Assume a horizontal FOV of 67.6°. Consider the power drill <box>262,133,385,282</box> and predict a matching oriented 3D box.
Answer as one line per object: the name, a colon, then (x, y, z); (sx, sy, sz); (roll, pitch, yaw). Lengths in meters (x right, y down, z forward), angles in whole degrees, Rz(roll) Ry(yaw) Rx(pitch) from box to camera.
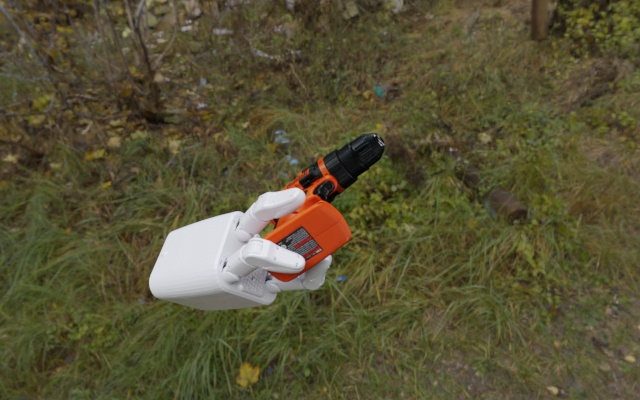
power drill: (0.000, 0.002, 0.563); (0.184, 0.057, 0.187); (-37, 14, 19)
